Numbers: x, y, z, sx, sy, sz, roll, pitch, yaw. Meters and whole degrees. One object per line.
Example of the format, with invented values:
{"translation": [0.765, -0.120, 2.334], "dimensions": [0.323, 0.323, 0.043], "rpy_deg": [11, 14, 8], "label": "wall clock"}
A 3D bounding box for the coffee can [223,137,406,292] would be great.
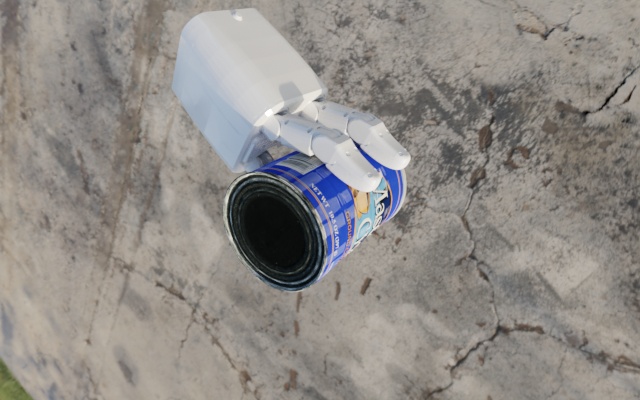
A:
{"translation": [0.000, 0.002, 0.422], "dimensions": [0.103, 0.103, 0.140], "rpy_deg": [0, 21, 36], "label": "coffee can"}
